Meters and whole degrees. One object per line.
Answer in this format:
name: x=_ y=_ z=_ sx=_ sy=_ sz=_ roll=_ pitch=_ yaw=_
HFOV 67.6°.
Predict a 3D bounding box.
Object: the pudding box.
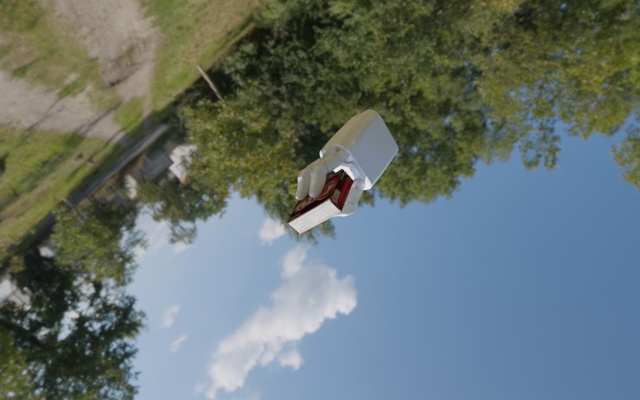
pudding box: x=0.000 y=0.003 z=0.850 sx=0.113 sy=0.039 sz=0.090 roll=-33 pitch=20 yaw=38
